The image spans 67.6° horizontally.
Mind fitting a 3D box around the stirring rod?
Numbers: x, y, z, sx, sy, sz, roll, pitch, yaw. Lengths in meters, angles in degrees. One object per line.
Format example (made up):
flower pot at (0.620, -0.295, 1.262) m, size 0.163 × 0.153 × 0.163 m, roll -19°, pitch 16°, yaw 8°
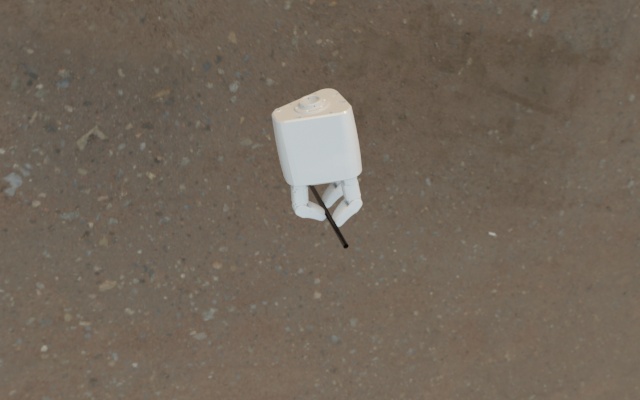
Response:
stirring rod at (0.000, 0.002, 0.783) m, size 0.011 × 0.011 × 0.239 m, roll 0°, pitch 32°, yaw -21°
